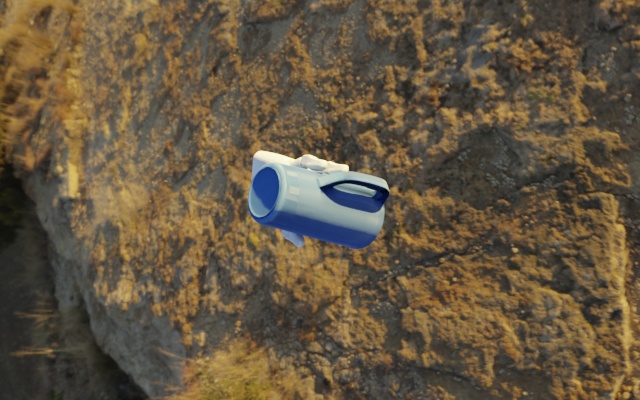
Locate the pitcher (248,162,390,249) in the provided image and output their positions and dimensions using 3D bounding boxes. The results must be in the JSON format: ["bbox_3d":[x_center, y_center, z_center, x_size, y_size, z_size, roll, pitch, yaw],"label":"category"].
[{"bbox_3d":[0.000,0.003,0.870,0.243,0.149,0.145,15,5,-41],"label":"pitcher"}]
